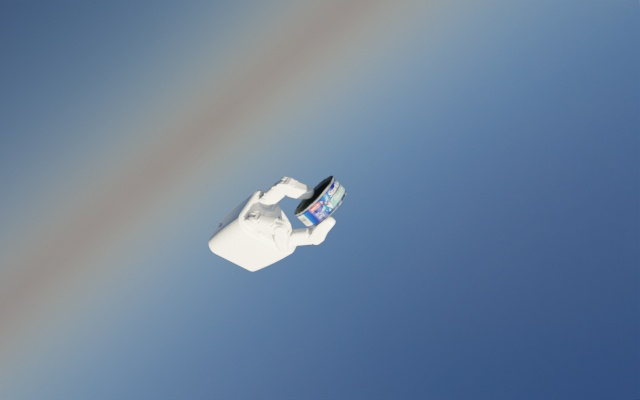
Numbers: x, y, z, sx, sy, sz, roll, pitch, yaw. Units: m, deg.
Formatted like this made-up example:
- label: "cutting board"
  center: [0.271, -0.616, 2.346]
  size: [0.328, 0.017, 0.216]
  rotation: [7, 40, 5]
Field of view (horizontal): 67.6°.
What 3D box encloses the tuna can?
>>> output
- label: "tuna can"
  center: [0.001, 0.003, 0.753]
  size: [0.034, 0.086, 0.086]
  rotation: [45, -11, -11]
